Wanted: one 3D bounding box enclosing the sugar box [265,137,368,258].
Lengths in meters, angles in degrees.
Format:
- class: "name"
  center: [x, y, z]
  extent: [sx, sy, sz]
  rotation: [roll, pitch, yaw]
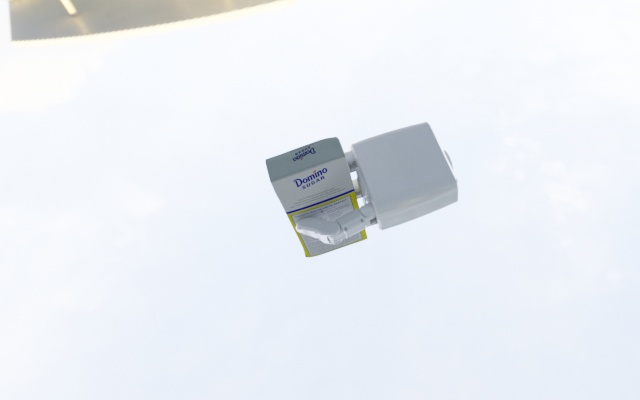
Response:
- class: "sugar box"
  center: [0.000, 0.002, 0.616]
  extent: [0.093, 0.048, 0.176]
  rotation: [-19, -42, 0]
